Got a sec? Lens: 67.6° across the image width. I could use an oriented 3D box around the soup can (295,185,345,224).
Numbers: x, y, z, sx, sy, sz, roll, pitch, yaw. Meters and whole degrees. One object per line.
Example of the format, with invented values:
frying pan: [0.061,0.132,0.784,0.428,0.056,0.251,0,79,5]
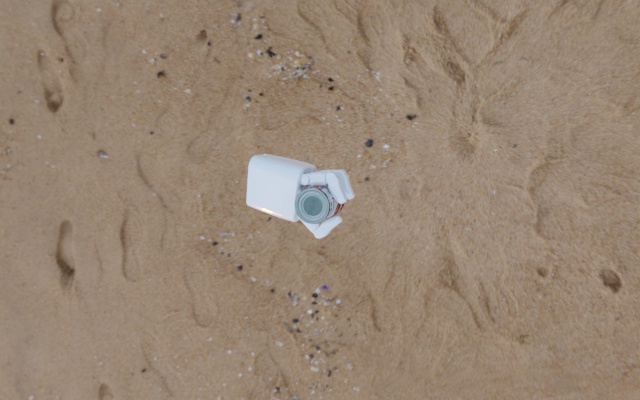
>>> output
soup can: [0.000,0.003,0.887,0.068,0.068,0.102,0,7,18]
